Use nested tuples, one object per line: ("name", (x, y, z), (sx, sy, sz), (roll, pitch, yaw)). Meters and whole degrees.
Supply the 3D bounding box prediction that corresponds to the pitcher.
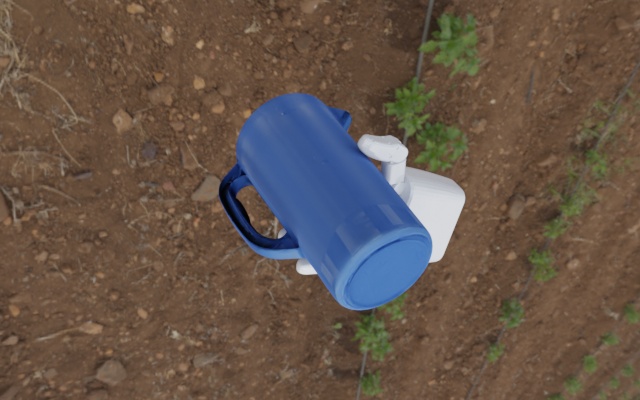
("pitcher", (0.000, 0.002, 0.518), (0.145, 0.149, 0.242), (7, 33, -38))
